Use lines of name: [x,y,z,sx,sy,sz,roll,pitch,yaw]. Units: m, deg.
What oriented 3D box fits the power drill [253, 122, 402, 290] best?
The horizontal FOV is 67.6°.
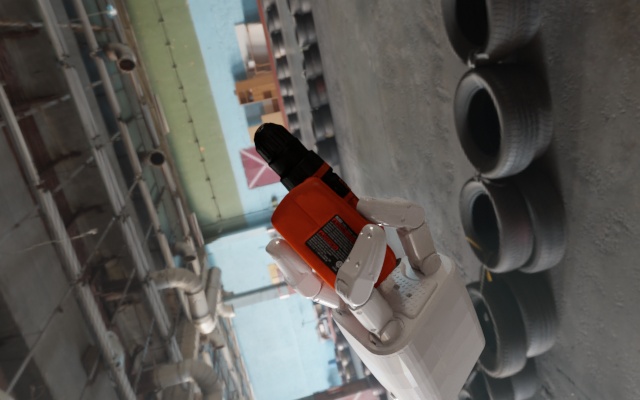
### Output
power drill: [0.000,0.002,0.453,0.184,0.057,0.187,44,10,-9]
